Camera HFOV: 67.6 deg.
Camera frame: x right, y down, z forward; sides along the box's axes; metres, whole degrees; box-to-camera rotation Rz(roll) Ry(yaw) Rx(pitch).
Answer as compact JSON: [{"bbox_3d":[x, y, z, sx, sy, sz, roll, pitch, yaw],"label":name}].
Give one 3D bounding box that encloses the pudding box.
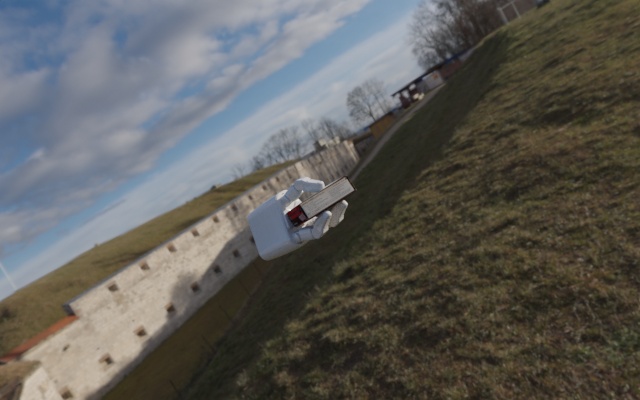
[{"bbox_3d":[0.000,0.003,0.889,0.113,0.039,0.090,-34,1,-21],"label":"pudding box"}]
